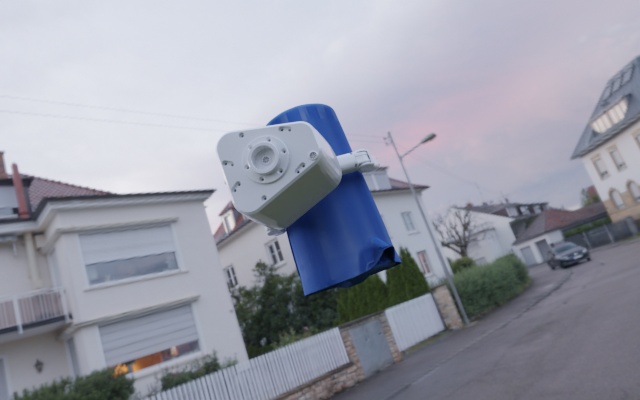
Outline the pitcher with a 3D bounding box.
[{"bbox_3d":[0.000,0.002,0.653,0.149,0.242,0.145,-21,-13,8],"label":"pitcher"}]
